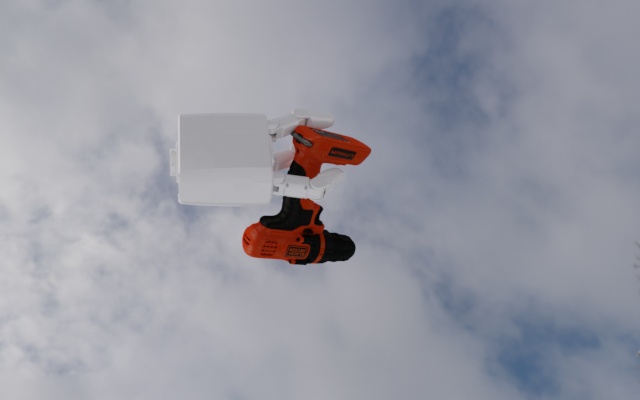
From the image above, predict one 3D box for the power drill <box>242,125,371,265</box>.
[{"bbox_3d":[0.000,0.002,0.652,0.184,0.188,0.057,8,19,-39],"label":"power drill"}]
